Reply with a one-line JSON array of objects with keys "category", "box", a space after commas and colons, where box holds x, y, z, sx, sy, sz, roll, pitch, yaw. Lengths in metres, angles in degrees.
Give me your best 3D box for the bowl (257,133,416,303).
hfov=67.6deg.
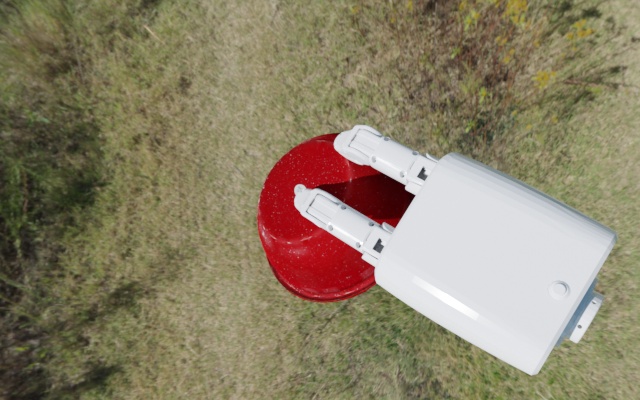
[{"category": "bowl", "box": [-0.001, 0.001, 0.407, 0.162, 0.162, 0.055, 0, -23, 36]}]
